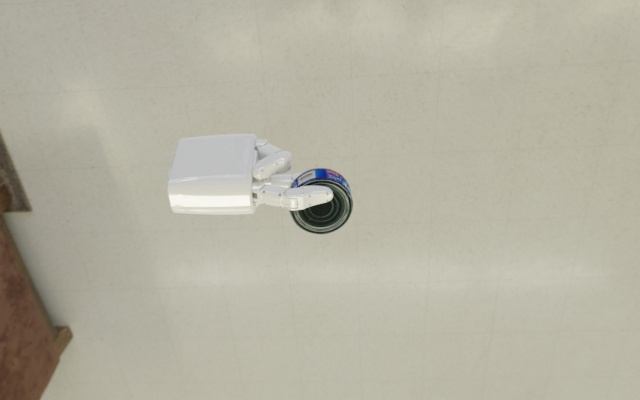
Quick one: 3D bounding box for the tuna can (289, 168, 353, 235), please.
[{"bbox_3d":[0.000,0.002,0.636,0.086,0.086,0.033,0,28,-4],"label":"tuna can"}]
